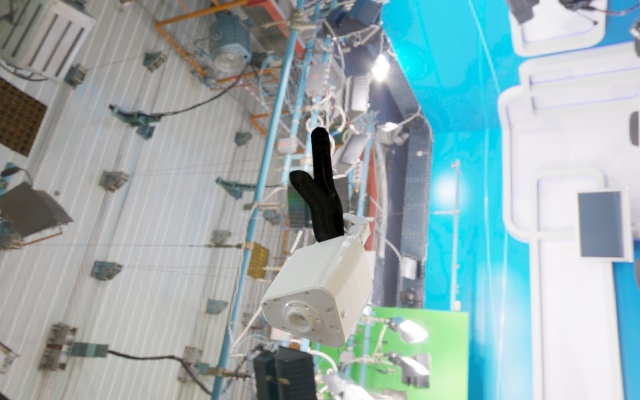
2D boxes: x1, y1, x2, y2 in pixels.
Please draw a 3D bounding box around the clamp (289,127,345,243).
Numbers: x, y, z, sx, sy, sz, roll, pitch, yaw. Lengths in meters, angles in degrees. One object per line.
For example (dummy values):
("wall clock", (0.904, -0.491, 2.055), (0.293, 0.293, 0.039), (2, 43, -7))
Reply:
("clamp", (0.000, 0.002, 0.623), (0.039, 0.171, 0.120), (-2, 27, 26))
